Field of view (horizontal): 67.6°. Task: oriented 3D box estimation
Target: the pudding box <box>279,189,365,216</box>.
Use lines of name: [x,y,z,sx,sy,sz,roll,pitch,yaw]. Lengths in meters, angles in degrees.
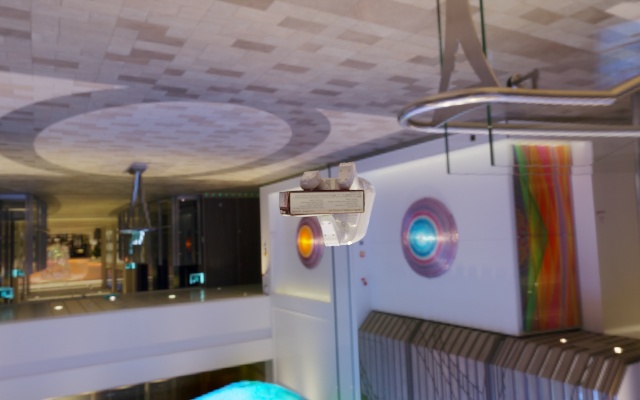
pudding box: [0.000,0.002,0.705,0.113,0.039,0.090,-3,0,-13]
